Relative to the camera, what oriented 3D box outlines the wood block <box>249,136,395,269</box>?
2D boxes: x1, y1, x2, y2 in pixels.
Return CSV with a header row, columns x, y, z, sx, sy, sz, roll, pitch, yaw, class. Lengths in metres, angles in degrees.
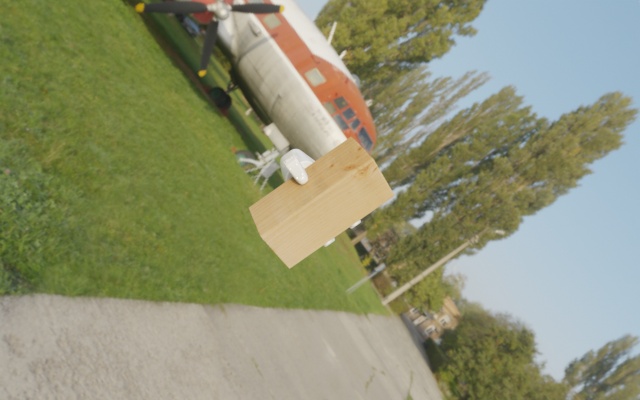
x,y,z,sx,sy,sz,roll,pitch,yaw,class
0.000,0.002,0.772,0.206,0.091,0.090,-35,37,1,wood block
